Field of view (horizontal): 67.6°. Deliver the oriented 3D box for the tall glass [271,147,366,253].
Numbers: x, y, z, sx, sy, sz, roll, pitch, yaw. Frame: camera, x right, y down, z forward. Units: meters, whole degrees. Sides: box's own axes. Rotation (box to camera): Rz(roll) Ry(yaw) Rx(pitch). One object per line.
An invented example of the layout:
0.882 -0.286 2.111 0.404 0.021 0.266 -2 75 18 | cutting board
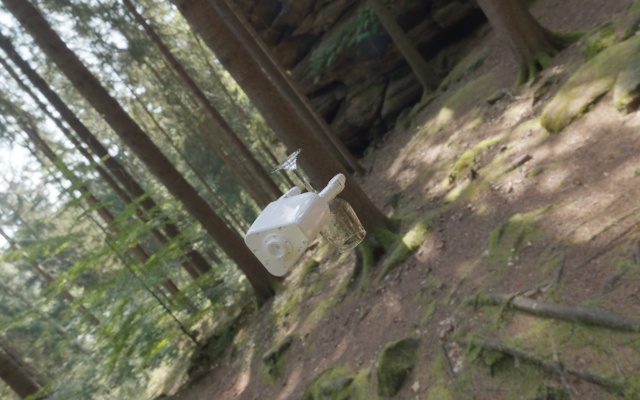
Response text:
0.000 0.002 0.885 0.079 0.201 0.079 -38 10 8 | tall glass
